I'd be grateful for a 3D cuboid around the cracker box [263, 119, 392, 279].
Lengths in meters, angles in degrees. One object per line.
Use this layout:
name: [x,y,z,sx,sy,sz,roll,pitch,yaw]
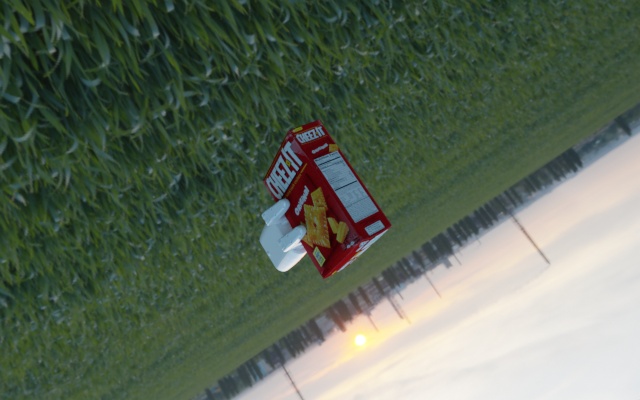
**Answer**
cracker box: [0.000,0.003,0.795,0.072,0.213,0.164,-25,-16,-33]
